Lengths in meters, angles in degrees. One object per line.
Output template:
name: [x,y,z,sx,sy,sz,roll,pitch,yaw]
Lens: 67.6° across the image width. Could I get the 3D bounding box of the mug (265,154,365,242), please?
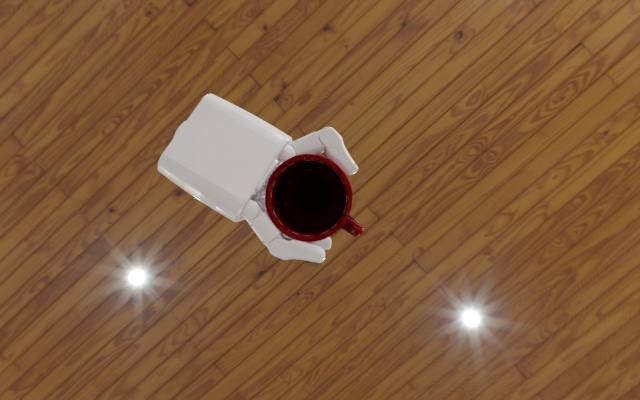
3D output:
mug: [0.001,0.002,0.542,0.117,0.093,0.081,33,5,2]
